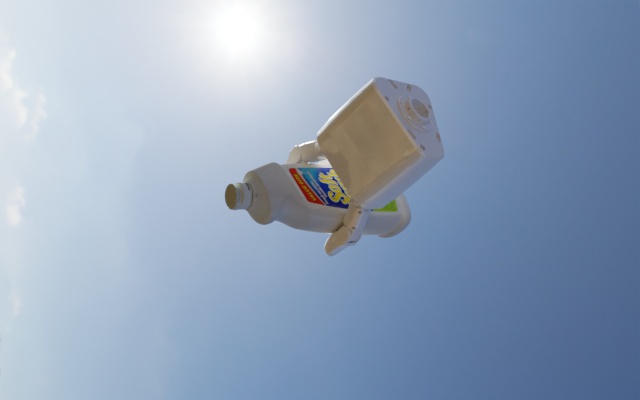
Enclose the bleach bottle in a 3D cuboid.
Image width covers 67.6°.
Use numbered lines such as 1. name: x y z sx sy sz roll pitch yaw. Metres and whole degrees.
1. bleach bottle: 0.000 0.002 0.603 0.251 0.102 0.068 -1 -29 -40
